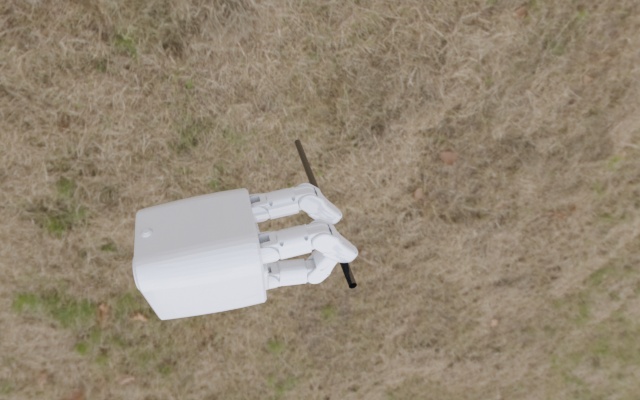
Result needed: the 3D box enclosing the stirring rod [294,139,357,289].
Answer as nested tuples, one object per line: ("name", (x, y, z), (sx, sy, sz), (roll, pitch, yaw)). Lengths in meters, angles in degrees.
("stirring rod", (0.000, 0.002, 0.527), (0.011, 0.011, 0.239), (0, 40, -19))
